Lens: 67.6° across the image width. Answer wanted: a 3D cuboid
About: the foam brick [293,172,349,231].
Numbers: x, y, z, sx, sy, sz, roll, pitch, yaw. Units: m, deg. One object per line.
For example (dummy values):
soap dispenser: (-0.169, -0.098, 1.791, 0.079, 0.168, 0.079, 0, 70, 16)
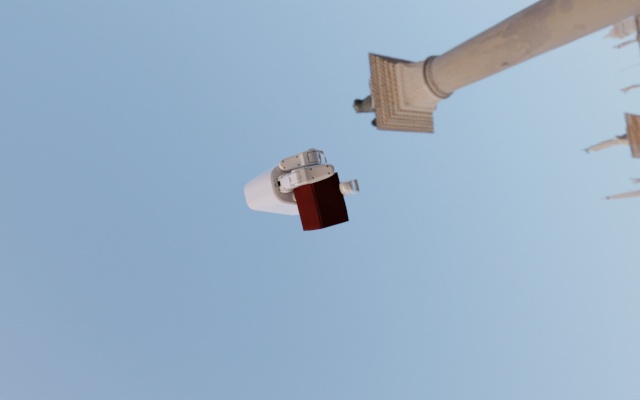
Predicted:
foam brick: (0.000, 0.003, 0.708, 0.053, 0.078, 0.051, -11, -3, -36)
